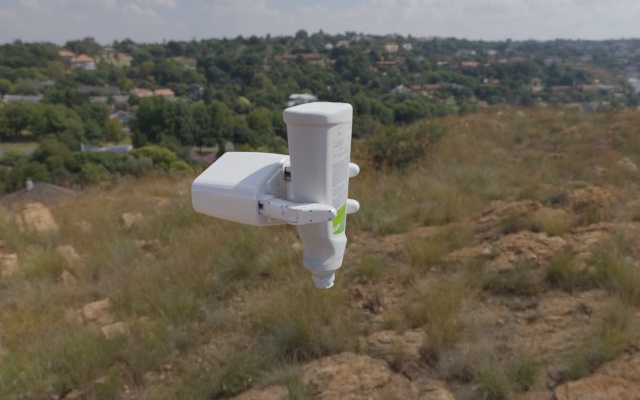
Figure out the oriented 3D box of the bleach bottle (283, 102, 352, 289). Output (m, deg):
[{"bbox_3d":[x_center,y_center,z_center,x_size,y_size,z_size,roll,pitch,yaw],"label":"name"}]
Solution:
[{"bbox_3d":[0.000,0.002,0.631,0.068,0.251,0.102,8,20,24],"label":"bleach bottle"}]
